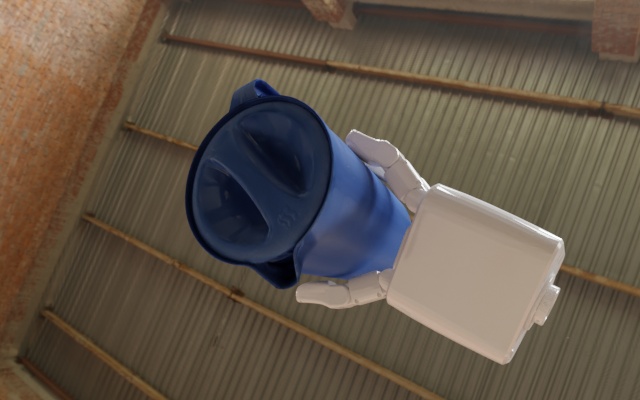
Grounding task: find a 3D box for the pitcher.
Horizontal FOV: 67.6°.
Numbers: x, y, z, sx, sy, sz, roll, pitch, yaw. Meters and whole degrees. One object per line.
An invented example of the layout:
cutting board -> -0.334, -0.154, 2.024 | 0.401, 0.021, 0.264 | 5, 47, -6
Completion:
pitcher -> 0.000, 0.002, 0.456 | 0.145, 0.149, 0.243 | 24, -3, 31
